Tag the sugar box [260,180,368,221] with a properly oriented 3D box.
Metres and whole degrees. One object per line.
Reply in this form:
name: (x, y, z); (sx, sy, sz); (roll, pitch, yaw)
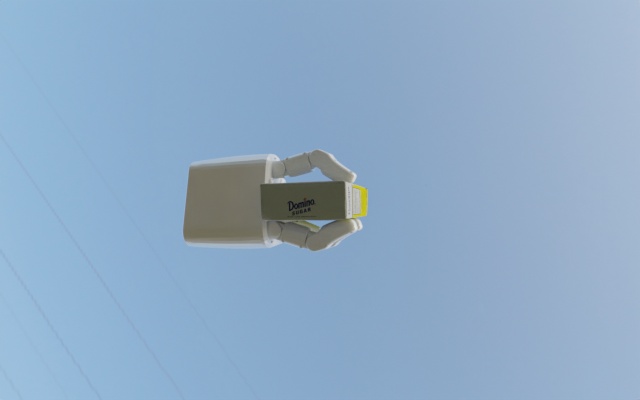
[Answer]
sugar box: (0.000, 0.002, 0.567); (0.093, 0.048, 0.176); (-2, 2, 13)
